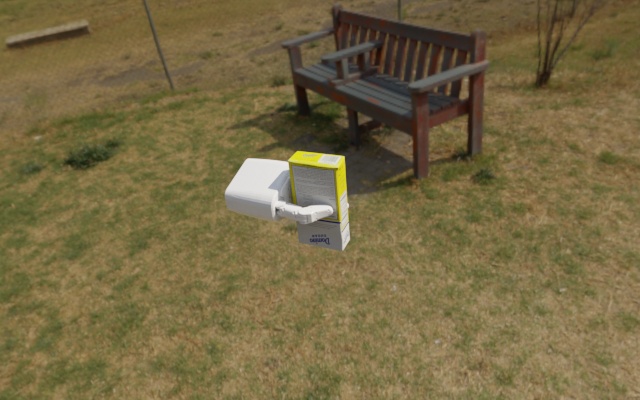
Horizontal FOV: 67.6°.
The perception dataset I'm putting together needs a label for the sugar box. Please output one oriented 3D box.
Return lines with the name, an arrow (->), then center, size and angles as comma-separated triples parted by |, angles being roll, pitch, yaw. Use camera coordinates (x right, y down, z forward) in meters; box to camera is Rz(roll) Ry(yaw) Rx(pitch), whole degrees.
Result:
sugar box -> 0.000, 0.002, 0.857 | 0.093, 0.176, 0.048 | 9, 37, 22
